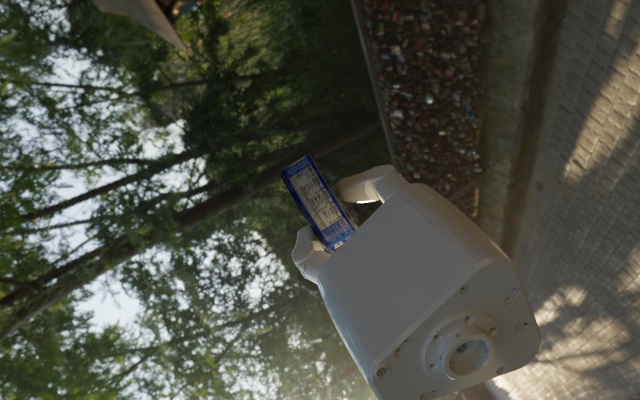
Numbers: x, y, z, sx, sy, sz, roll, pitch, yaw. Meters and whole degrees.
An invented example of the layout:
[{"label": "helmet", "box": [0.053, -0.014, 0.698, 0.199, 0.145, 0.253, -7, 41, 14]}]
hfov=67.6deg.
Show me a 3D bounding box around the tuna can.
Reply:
[{"label": "tuna can", "box": [0.000, 0.002, 0.425, 0.034, 0.086, 0.086, -32, -2, 3]}]
